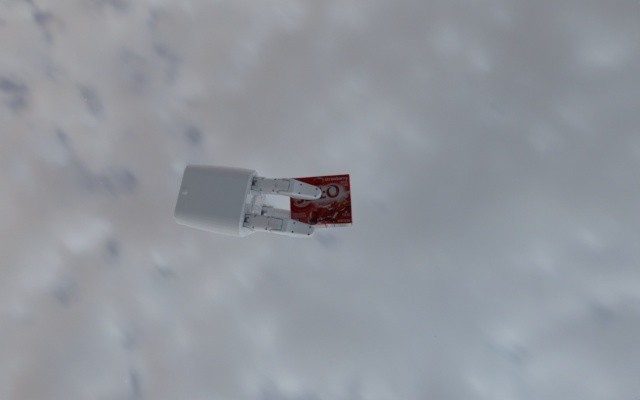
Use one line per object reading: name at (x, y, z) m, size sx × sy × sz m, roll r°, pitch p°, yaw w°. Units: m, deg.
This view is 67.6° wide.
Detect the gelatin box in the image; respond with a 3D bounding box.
gelatin box at (0.000, 0.002, 0.691) m, size 0.089 × 0.073 × 0.030 m, roll -3°, pitch -14°, yaw 2°
